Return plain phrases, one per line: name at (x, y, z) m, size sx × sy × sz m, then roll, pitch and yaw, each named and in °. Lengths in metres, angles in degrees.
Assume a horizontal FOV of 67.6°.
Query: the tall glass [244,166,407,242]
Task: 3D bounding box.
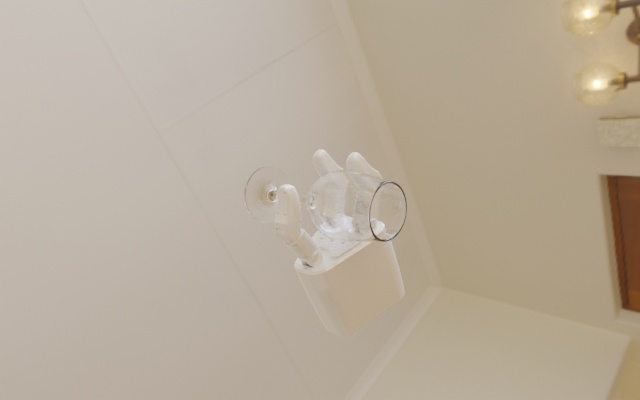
tall glass at (0.000, 0.002, 0.551) m, size 0.079 × 0.079 × 0.201 m, roll 0°, pitch 5°, yaw -44°
